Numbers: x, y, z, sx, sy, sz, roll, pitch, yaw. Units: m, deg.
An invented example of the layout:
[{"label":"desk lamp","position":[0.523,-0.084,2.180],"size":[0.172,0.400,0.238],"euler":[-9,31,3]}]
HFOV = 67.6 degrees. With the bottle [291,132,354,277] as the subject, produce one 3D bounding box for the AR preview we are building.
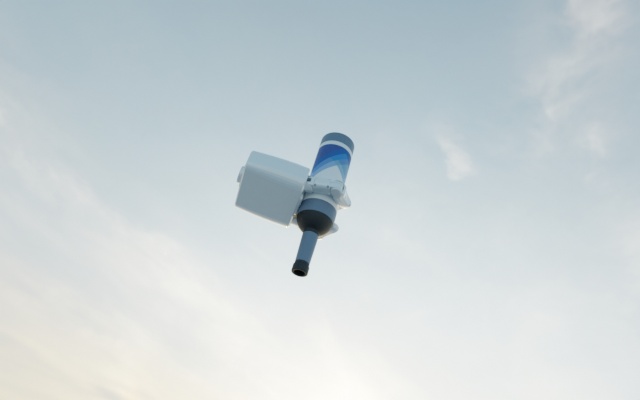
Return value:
[{"label":"bottle","position":[0.000,0.003,0.847],"size":[0.069,0.295,0.069],"euler":[11,-37,8]}]
